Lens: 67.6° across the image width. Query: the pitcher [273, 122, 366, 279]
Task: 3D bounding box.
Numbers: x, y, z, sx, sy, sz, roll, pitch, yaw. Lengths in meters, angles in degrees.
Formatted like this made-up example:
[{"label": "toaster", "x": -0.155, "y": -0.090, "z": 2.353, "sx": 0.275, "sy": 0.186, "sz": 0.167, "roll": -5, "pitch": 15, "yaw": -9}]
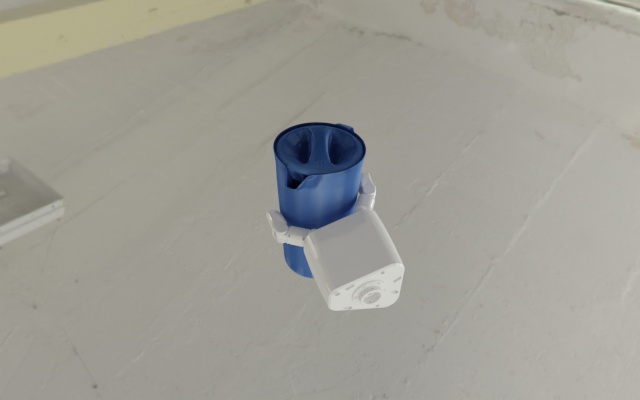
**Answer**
[{"label": "pitcher", "x": 0.000, "y": 0.003, "z": 0.763, "sx": 0.149, "sy": 0.243, "sz": 0.145, "roll": -11, "pitch": 43, "yaw": -16}]
